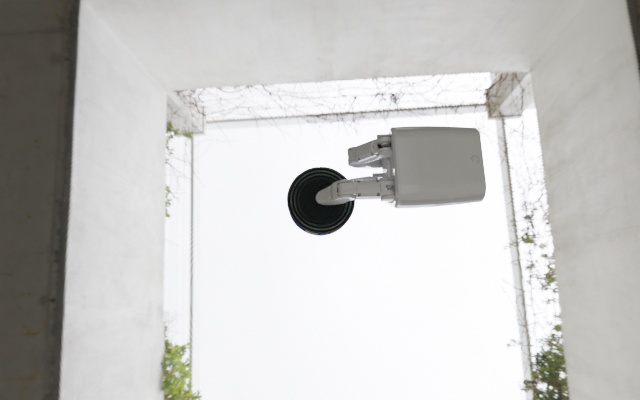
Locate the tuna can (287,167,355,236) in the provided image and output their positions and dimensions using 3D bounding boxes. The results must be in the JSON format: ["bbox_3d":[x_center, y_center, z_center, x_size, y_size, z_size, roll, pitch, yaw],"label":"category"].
[{"bbox_3d":[0.000,0.002,0.612,0.086,0.086,0.034,0,-11,-3],"label":"tuna can"}]
